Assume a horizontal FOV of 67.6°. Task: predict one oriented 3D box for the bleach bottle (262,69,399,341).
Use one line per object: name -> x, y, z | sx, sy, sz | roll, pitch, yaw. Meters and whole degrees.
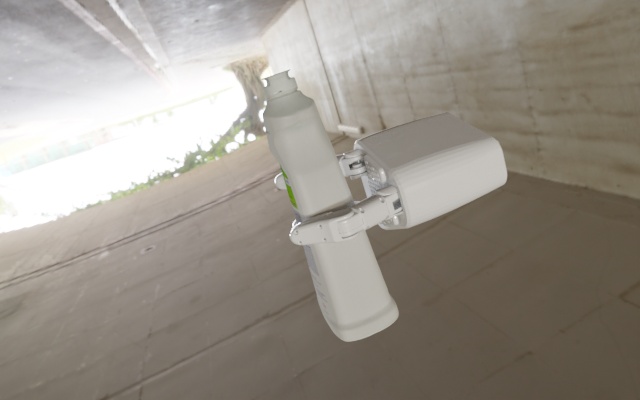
bleach bottle -> 0.000, 0.002, 0.458 | 0.068, 0.251, 0.102 | -22, 16, -11
